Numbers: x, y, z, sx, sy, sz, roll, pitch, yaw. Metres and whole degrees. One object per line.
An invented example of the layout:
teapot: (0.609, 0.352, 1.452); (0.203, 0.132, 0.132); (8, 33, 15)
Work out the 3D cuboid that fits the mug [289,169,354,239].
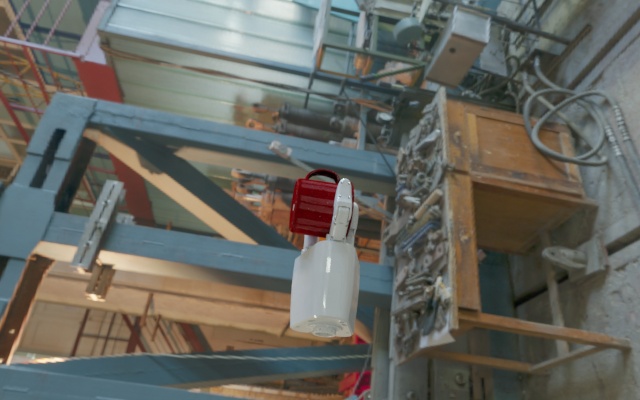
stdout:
mug: (0.000, 0.001, 0.709); (0.081, 0.117, 0.093); (9, -30, -7)
